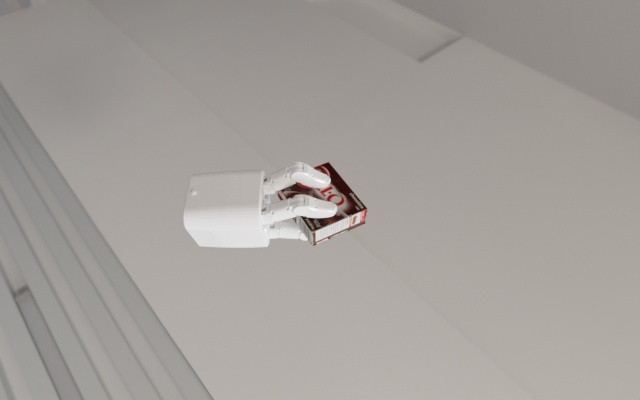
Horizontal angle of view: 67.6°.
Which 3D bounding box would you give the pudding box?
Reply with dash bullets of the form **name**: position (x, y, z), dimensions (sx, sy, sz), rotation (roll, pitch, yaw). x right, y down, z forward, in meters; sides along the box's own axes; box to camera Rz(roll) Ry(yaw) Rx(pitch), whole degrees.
- **pudding box**: position (0.000, 0.002, 0.689), dimensions (0.090, 0.113, 0.039), rotation (-23, -36, -19)
